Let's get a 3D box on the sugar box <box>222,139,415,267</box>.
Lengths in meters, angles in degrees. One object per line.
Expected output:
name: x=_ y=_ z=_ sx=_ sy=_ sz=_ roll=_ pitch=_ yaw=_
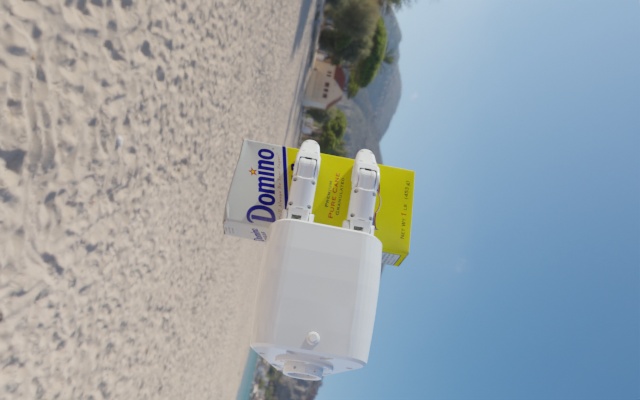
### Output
sugar box: x=0.000 y=0.001 z=0.470 sx=0.176 sy=0.093 sz=0.048 roll=11 pitch=-26 yaw=-4
